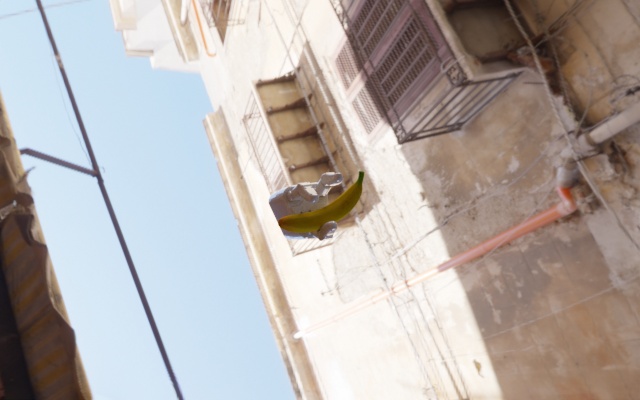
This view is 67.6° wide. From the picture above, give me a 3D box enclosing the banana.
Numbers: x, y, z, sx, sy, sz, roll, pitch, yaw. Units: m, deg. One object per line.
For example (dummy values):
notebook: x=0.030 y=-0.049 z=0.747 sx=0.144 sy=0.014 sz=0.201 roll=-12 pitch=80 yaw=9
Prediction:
banana: x=0.010 y=0.017 z=0.903 sx=0.197 sy=0.070 sz=0.037 roll=-32 pitch=24 yaw=-21
